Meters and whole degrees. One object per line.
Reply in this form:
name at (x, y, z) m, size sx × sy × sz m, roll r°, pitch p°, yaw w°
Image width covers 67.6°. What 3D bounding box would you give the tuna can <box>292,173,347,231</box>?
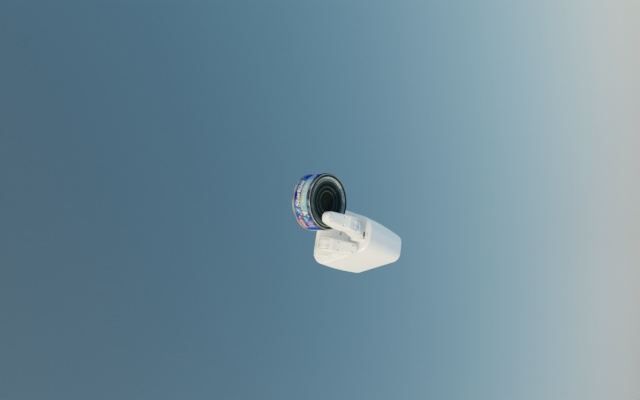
tuna can at (0.000, 0.002, 0.706) m, size 0.034 × 0.086 × 0.086 m, roll -2°, pitch -1°, yaw 43°
